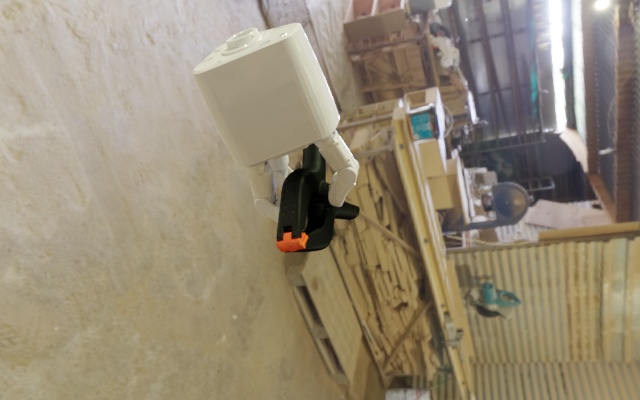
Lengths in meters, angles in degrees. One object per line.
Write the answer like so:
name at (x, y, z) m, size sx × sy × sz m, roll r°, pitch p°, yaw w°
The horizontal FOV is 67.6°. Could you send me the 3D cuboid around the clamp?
clamp at (0.001, 0.002, 0.561) m, size 0.036 × 0.165 × 0.209 m, roll -12°, pitch 32°, yaw 23°
